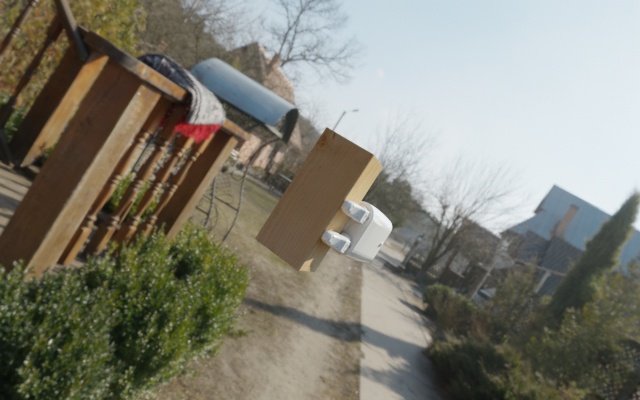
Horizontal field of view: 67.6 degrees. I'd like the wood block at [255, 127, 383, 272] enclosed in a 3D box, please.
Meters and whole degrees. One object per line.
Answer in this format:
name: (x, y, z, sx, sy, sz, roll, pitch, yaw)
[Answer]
wood block: (0.000, 0.002, 0.760, 0.091, 0.206, 0.090, 33, 2, 19)
